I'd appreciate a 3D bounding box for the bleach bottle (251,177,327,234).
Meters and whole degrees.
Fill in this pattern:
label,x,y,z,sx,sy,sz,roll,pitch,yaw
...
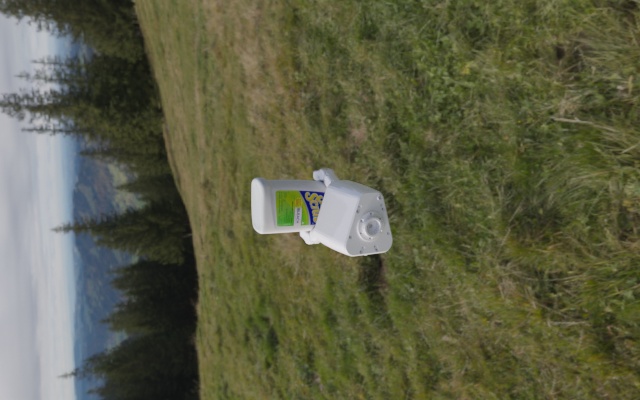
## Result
label,x,y,z,sx,sy,sz,roll,pitch,yaw
bleach bottle,0.000,0.003,0.893,0.251,0.102,0.068,-4,12,-25
